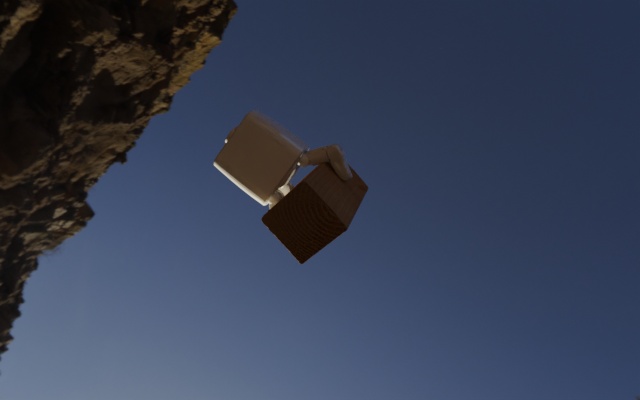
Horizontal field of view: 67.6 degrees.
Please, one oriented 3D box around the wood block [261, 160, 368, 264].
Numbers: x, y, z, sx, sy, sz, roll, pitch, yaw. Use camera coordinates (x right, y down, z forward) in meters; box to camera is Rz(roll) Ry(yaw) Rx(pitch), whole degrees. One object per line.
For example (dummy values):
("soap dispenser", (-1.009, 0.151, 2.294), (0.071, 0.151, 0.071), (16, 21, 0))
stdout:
("wood block", (0.000, 0.002, 0.741), (0.091, 0.090, 0.206), (-40, 4, 22))
